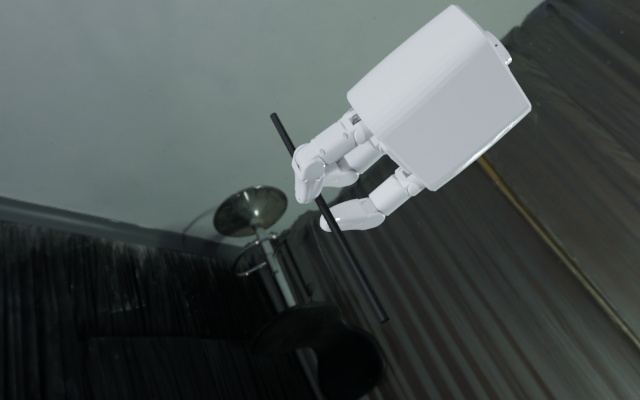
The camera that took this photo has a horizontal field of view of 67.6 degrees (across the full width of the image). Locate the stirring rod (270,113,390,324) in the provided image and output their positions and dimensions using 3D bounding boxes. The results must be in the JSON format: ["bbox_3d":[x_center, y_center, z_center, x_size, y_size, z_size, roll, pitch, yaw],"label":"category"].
[{"bbox_3d":[0.000,0.001,0.420,0.011,0.239,0.011,-19,-35,-14],"label":"stirring rod"}]
